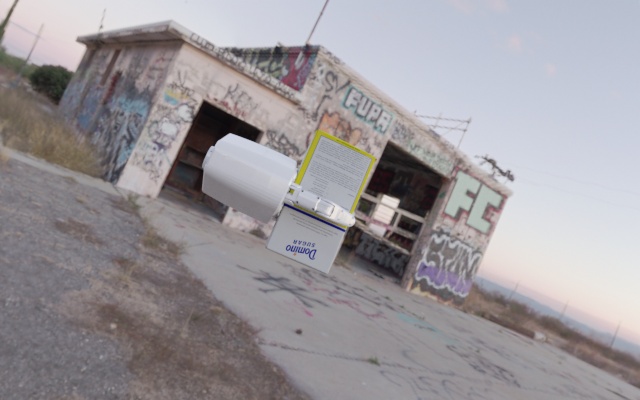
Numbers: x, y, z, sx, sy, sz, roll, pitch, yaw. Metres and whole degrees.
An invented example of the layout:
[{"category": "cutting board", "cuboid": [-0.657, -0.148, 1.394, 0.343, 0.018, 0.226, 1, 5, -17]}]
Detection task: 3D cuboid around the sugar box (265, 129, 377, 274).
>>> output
[{"category": "sugar box", "cuboid": [0.000, 0.002, 0.659, 0.093, 0.176, 0.048, 25, -4, -7]}]
